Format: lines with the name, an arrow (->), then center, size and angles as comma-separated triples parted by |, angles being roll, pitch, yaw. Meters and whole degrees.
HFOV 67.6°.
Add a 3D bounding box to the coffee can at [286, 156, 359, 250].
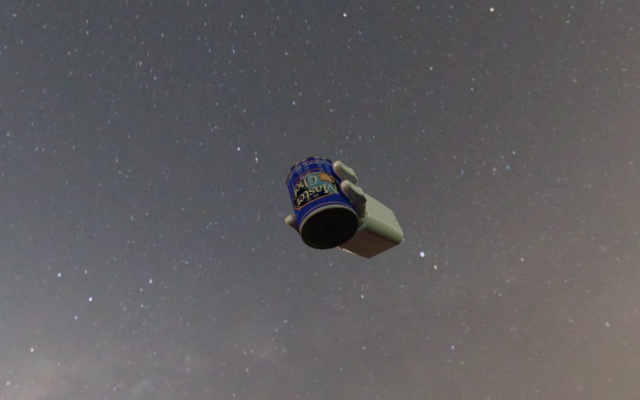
coffee can -> 0.000, 0.003, 0.861 | 0.103, 0.103, 0.140 | 0, 42, -18
